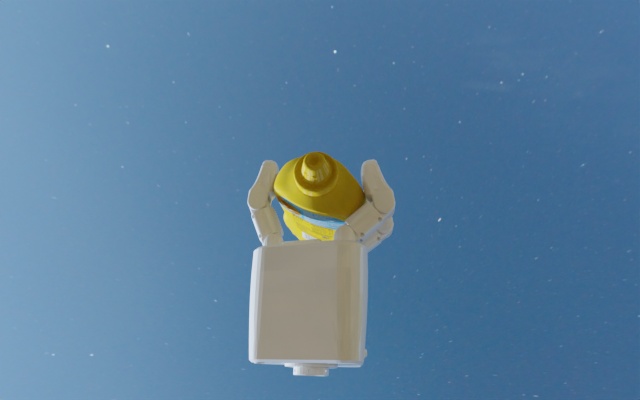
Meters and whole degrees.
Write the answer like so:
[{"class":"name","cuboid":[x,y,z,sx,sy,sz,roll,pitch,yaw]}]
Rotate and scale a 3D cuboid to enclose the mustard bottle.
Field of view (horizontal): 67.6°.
[{"class":"mustard bottle","cuboid":[0.000,0.001,0.500,0.096,0.058,0.192,23,-18,12]}]
